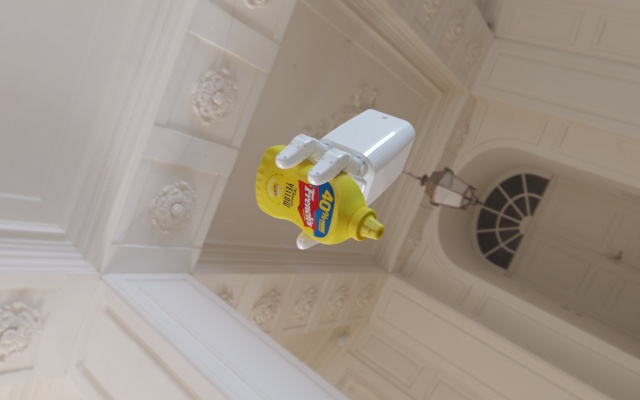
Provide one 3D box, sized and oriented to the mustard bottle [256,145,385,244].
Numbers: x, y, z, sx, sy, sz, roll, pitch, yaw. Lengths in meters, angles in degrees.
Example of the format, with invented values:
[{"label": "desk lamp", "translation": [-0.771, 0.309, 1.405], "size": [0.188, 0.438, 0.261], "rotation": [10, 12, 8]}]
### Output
[{"label": "mustard bottle", "translation": [0.000, 0.002, 0.612], "size": [0.191, 0.096, 0.058], "rotation": [27, 26, 34]}]
